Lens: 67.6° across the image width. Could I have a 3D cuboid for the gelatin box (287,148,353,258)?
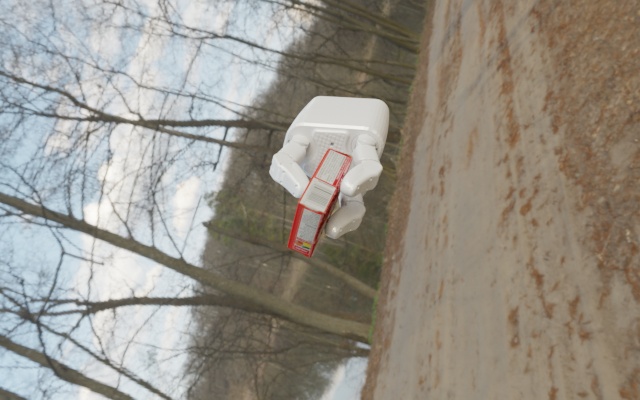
[{"bbox_3d":[0.000,0.002,0.487,0.030,0.089,0.073,23,-42,5],"label":"gelatin box"}]
